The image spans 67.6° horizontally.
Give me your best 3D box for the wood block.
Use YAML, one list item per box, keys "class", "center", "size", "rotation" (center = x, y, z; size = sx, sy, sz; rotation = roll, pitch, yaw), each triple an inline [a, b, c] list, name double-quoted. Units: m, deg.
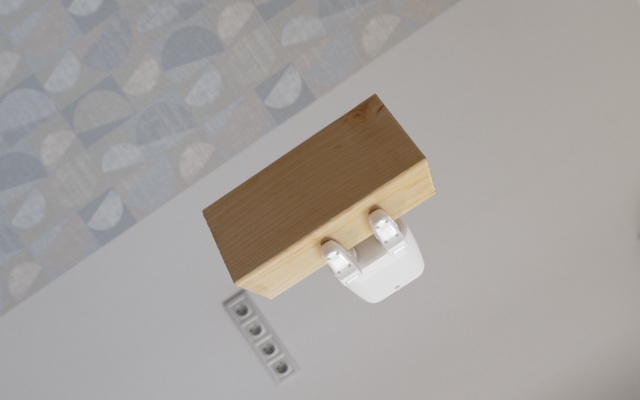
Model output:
- class: "wood block"
  center: [0.000, 0.001, 0.482]
  size: [0.206, 0.090, 0.090]
  rotation: [-34, -28, 5]
